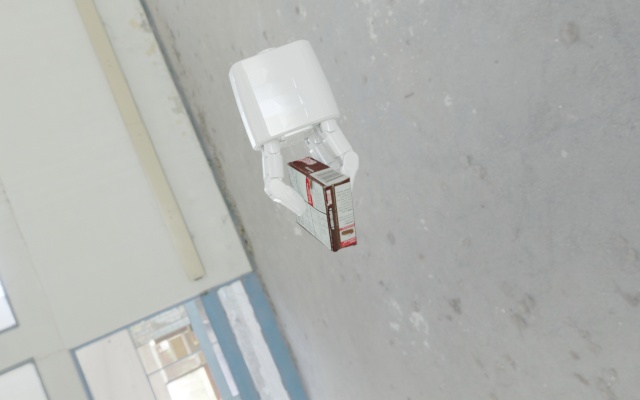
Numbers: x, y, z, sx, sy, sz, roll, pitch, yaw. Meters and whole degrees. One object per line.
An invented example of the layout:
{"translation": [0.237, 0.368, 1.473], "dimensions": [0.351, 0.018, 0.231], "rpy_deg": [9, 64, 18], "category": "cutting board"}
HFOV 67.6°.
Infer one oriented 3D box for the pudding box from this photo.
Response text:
{"translation": [0.000, 0.002, 0.602], "dimensions": [0.039, 0.090, 0.113], "rpy_deg": [-18, 25, -20], "category": "pudding box"}
